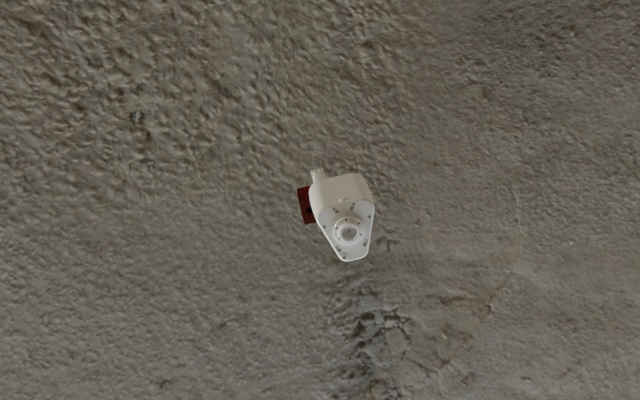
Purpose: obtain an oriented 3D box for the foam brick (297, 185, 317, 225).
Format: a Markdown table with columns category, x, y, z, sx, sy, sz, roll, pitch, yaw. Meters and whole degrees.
| category | x | y | z | sx | sy | sz | roll | pitch | yaw |
| --- | --- | --- | --- | --- | --- | --- | --- | --- | --- |
| foam brick | 0.000 | 0.003 | 0.859 | 0.078 | 0.053 | 0.051 | -13 | 25 | 1 |
